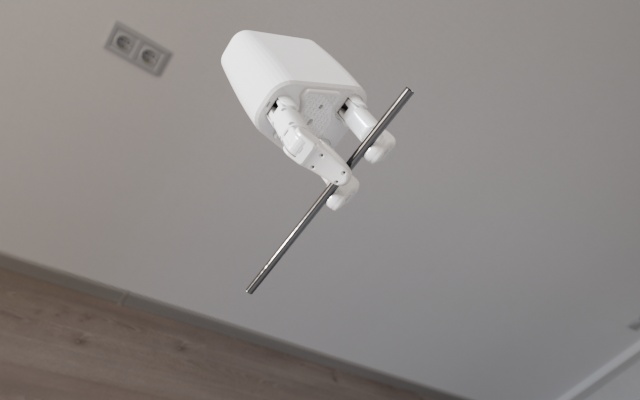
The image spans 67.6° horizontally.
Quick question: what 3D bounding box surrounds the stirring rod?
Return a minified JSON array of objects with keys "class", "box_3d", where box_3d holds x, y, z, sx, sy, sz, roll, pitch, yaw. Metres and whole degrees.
[{"class":"stirring rod","box_3d":[0.000,0.001,0.415,0.011,0.240,0.011,31,24,-16]}]
